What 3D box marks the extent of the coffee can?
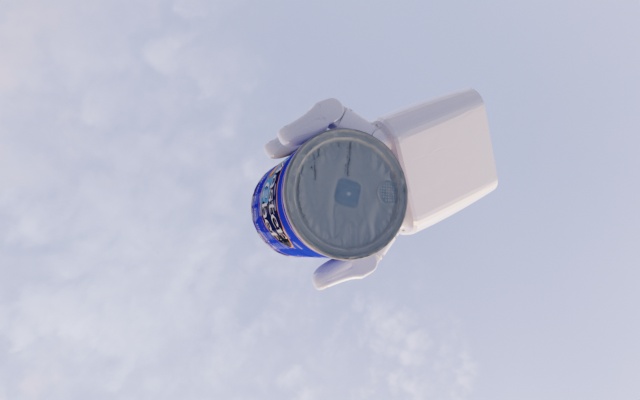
[{"bbox_3d":[0.000,0.002,0.431,0.103,0.103,0.140,0,-6,-19],"label":"coffee can"}]
